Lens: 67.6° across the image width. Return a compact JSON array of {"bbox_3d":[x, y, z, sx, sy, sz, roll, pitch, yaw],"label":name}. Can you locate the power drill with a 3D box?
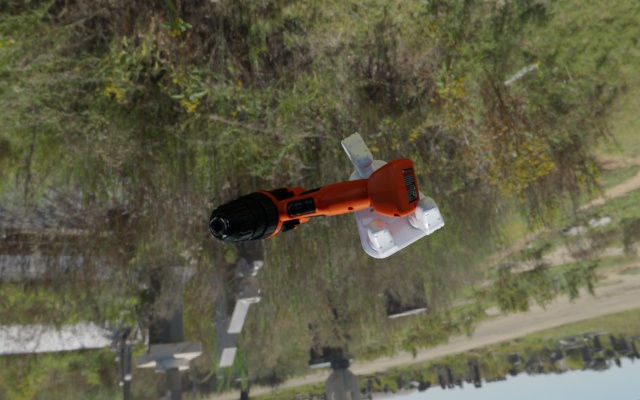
[{"bbox_3d":[0.001,0.002,0.503,0.187,0.057,0.184,-9,4,24],"label":"power drill"}]
